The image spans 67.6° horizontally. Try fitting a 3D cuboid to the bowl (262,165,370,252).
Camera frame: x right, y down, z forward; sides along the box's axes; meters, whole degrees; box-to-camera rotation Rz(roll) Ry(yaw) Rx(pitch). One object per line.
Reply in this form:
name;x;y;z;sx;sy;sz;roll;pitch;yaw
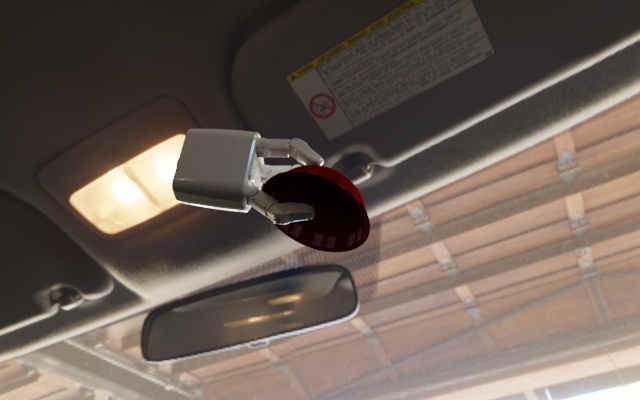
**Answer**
bowl;0.001;0.002;0.678;0.162;0.055;0.162;15;-40;13
